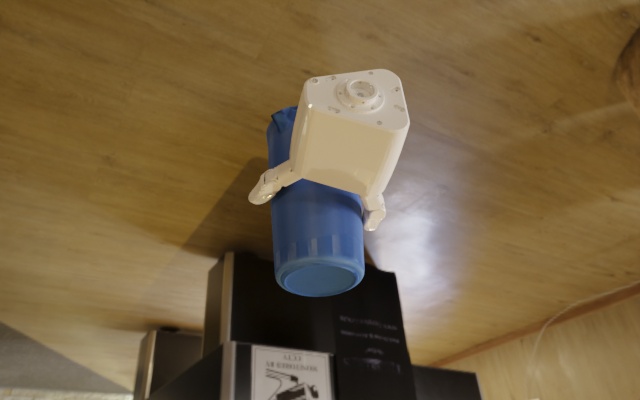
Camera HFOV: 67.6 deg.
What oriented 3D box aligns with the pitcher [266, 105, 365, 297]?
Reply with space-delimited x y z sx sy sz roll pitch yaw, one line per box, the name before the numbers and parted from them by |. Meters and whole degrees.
pitcher | 0.000 0.002 0.642 0.149 0.242 0.145 4 -35 -11
